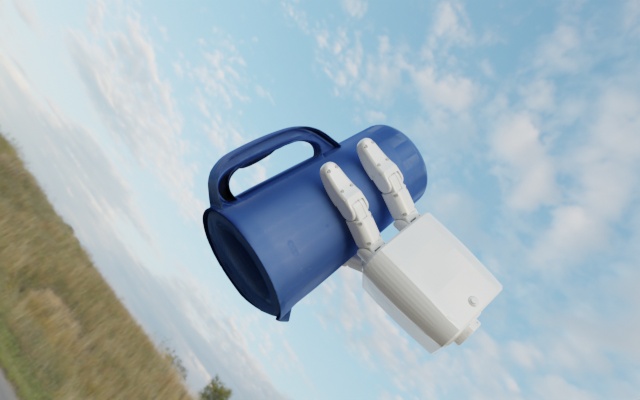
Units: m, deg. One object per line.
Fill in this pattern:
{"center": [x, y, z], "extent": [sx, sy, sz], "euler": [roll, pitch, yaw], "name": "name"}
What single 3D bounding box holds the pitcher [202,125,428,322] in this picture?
{"center": [0.000, 0.002, 0.526], "extent": [0.242, 0.145, 0.149], "euler": [-34, -23, -28], "name": "pitcher"}
